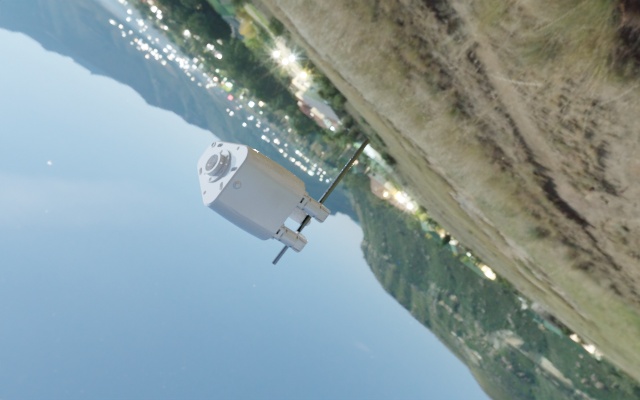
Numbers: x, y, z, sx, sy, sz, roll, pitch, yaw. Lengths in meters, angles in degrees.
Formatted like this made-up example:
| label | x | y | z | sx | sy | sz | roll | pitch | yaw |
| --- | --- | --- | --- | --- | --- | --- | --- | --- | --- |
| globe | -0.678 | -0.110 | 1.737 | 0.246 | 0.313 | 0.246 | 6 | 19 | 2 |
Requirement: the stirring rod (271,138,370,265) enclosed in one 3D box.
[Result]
| label | x | y | z | sx | sy | sz | roll | pitch | yaw |
| --- | --- | --- | --- | --- | --- | --- | --- | --- | --- |
| stirring rod | 0.000 | 0.002 | 0.734 | 0.011 | 0.239 | 0.011 | 37 | 3 | -2 |
